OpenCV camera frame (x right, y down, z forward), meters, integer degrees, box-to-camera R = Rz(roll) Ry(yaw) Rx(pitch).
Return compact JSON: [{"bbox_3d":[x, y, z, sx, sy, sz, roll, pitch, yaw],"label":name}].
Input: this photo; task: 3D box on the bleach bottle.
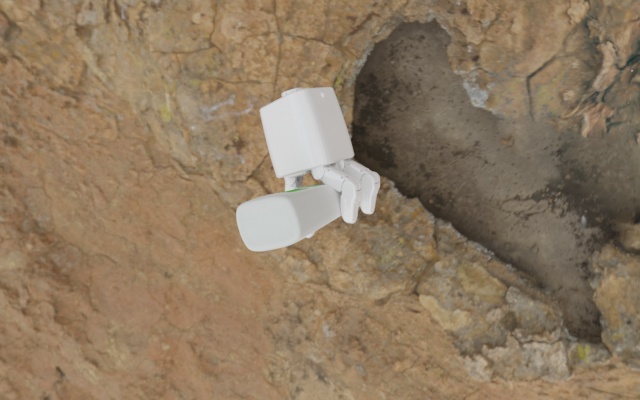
[{"bbox_3d":[0.000,0.002,0.691,0.102,0.068,0.251,-13,5,35],"label":"bleach bottle"}]
